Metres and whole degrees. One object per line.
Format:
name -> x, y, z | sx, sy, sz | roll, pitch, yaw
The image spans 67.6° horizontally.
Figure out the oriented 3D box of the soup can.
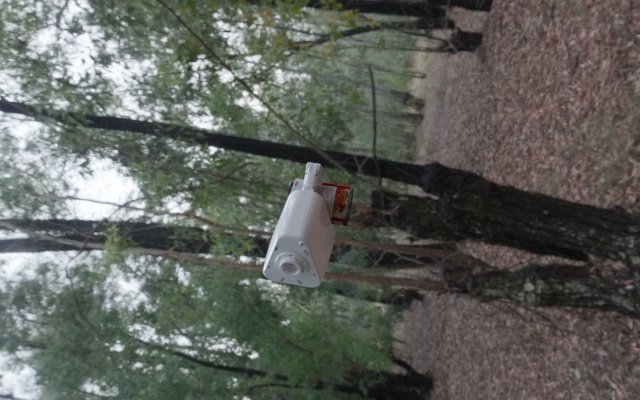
soup can -> 0.000, 0.002, 0.803 | 0.102, 0.068, 0.068 | 9, 1, 7
